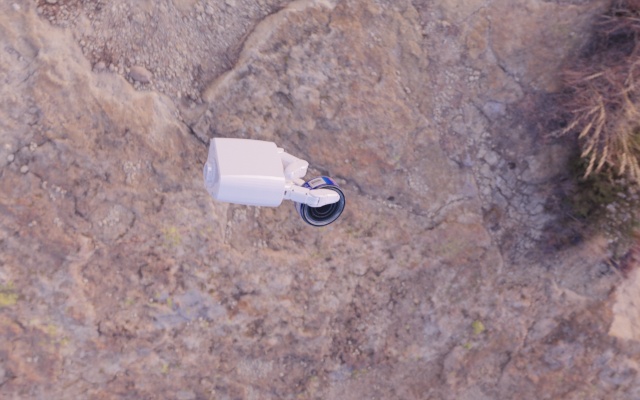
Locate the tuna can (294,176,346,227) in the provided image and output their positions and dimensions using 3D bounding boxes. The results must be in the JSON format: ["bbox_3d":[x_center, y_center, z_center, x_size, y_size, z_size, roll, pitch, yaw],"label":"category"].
[{"bbox_3d":[0.000,0.003,0.827,0.086,0.086,0.033,0,29,-27],"label":"tuna can"}]
